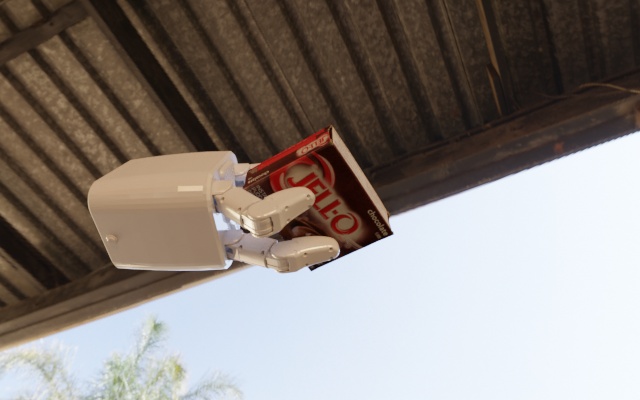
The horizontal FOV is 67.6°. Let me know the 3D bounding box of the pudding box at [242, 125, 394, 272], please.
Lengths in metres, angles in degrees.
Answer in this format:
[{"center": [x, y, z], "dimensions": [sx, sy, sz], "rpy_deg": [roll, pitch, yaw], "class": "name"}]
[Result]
[{"center": [0.000, 0.001, 0.428], "dimensions": [0.090, 0.113, 0.039], "rpy_deg": [-26, 33, 19], "class": "pudding box"}]
